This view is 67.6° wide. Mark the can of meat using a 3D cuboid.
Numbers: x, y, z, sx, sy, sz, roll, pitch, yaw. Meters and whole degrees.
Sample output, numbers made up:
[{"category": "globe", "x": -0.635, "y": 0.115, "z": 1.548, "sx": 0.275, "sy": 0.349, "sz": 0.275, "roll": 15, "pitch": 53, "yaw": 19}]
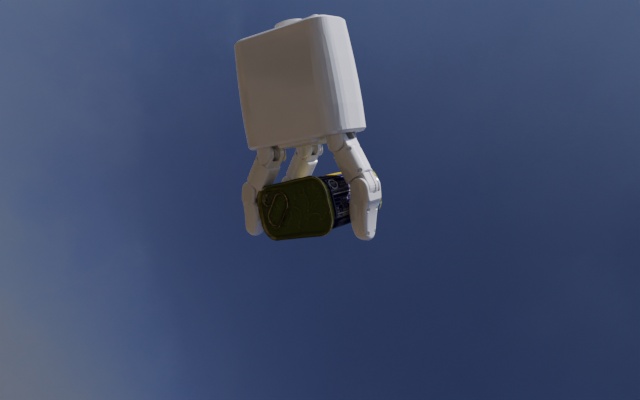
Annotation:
[{"category": "can of meat", "x": 0.000, "y": 0.002, "z": 0.489, "sx": 0.102, "sy": 0.057, "sz": 0.084, "roll": -10, "pitch": 4, "yaw": 45}]
